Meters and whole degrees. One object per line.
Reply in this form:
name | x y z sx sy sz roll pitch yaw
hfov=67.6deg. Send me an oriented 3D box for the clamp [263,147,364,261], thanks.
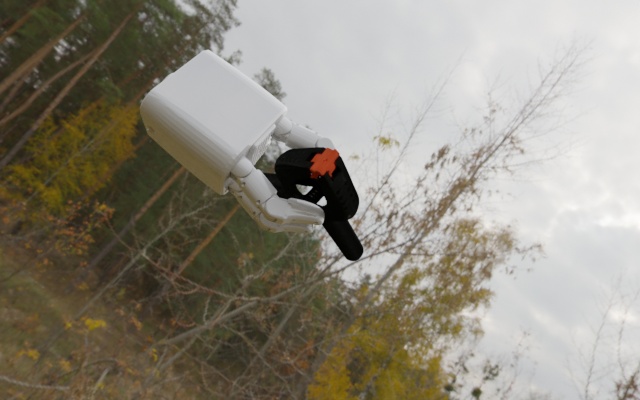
clamp | 0.000 0.001 0.506 0.164 0.036 0.210 37 -17 -2
